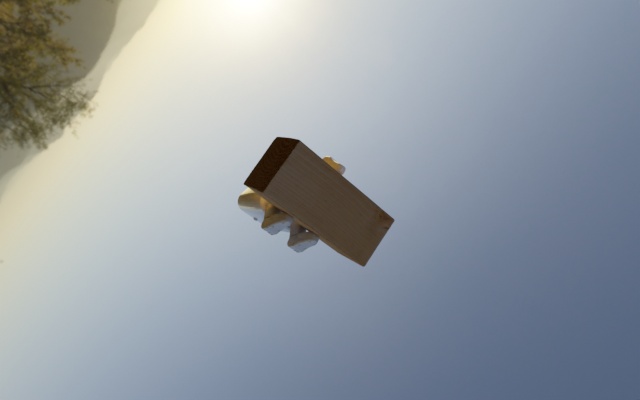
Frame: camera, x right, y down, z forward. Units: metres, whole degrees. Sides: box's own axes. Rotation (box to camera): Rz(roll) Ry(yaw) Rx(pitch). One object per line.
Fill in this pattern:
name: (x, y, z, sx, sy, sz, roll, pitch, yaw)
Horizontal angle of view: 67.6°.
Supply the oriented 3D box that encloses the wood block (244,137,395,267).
wood block: (0.000, 0.002, 0.724, 0.206, 0.091, 0.090, 38, -8, -28)
